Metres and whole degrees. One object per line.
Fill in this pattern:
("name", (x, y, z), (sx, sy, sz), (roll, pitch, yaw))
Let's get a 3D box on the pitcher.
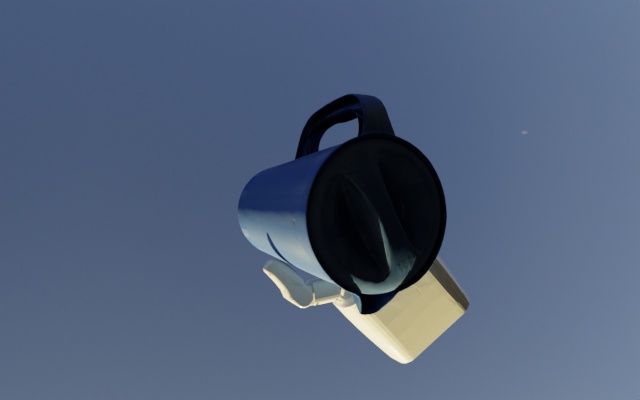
("pitcher", (0.000, 0.002, 0.485), (0.145, 0.149, 0.243), (47, -19, -19))
